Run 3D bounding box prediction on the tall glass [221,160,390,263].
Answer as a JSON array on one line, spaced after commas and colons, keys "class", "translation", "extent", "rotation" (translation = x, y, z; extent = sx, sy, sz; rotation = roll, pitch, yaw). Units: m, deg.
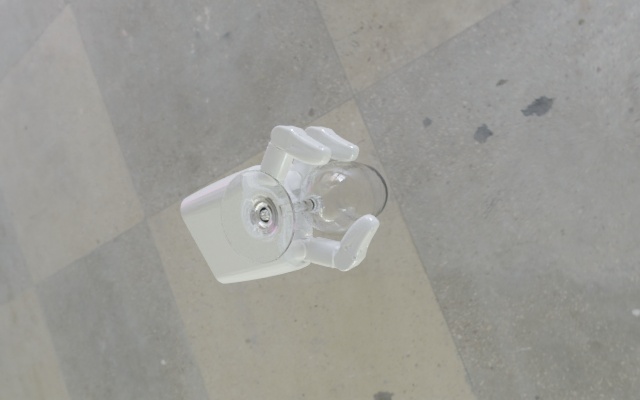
[{"class": "tall glass", "translation": [0.000, 0.002, 0.458], "extent": [0.079, 0.079, 0.201], "rotation": [0, 7, 32]}]
